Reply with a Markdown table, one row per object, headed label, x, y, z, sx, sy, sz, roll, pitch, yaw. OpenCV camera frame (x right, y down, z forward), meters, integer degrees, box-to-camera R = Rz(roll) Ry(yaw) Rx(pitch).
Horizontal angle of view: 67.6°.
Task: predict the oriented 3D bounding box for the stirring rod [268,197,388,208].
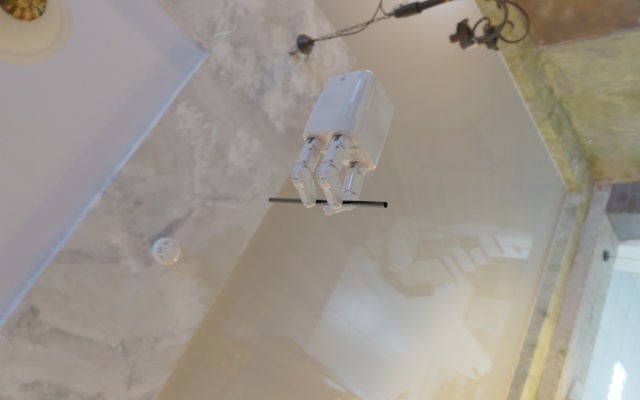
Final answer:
| label | x | y | z | sx | sy | sz | roll | pitch | yaw |
| --- | --- | --- | --- | --- | --- | --- | --- | --- | --- |
| stirring rod | 0.000 | 0.002 | 0.684 | 0.011 | 0.011 | 0.239 | 0 | 1 | -42 |
